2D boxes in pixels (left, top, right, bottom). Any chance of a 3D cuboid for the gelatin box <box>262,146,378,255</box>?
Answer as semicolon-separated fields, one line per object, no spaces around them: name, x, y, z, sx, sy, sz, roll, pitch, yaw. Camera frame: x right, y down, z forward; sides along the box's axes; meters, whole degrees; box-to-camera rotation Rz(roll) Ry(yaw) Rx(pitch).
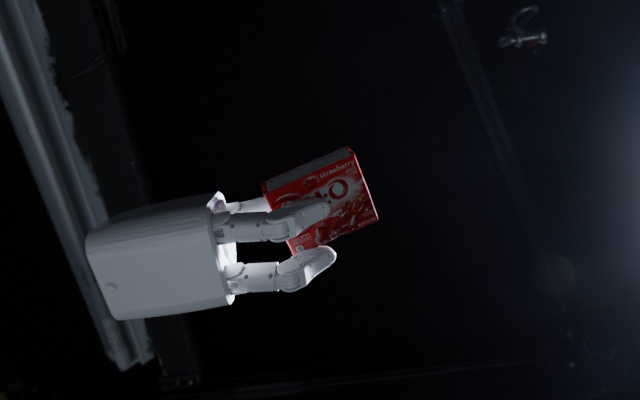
gelatin box;0.000;0.001;0.443;0.089;0.073;0.030;-24;27;-1
